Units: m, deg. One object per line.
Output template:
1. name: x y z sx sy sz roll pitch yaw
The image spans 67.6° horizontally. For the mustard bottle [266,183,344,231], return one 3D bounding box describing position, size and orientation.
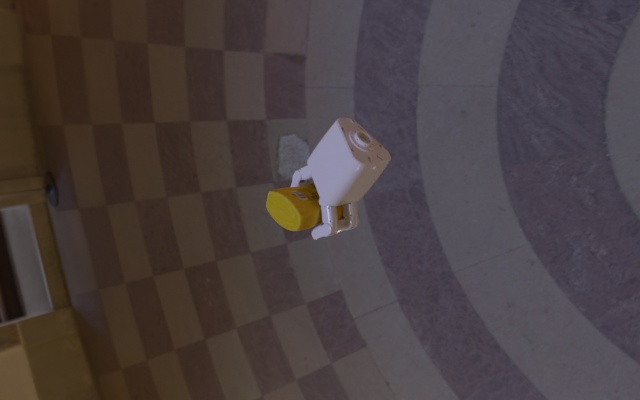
1. mustard bottle: 0.000 0.003 0.890 0.191 0.058 0.096 -13 36 -43
